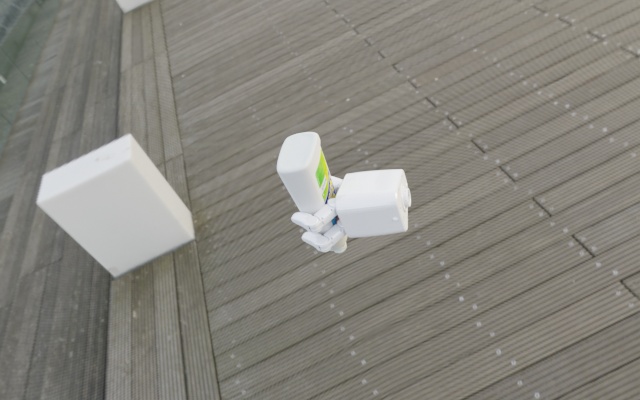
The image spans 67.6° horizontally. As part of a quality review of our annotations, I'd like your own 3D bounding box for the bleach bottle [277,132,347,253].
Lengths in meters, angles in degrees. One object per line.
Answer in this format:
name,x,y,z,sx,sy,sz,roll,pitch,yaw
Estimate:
bleach bottle,0.000,0.003,0.872,0.068,0.102,0.251,-6,-45,20
